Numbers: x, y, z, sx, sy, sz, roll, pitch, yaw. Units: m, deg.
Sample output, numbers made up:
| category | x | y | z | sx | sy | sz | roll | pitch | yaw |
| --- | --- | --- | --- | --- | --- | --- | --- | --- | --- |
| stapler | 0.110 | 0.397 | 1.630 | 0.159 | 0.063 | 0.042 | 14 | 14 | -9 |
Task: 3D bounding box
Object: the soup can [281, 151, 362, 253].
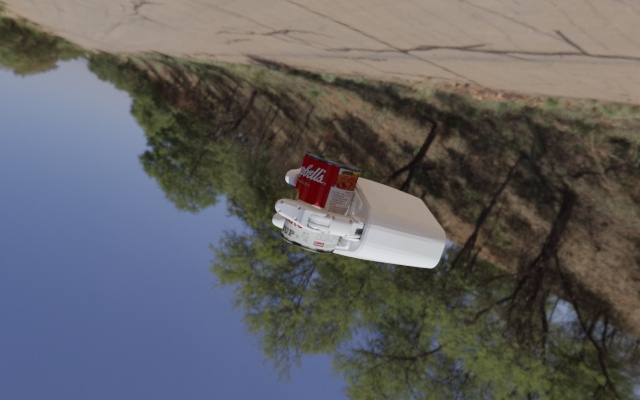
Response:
| category | x | y | z | sx | sy | sz | roll | pitch | yaw |
| --- | --- | --- | --- | --- | --- | --- | --- | --- | --- |
| soup can | 0.000 | 0.002 | 0.552 | 0.068 | 0.102 | 0.068 | 17 | 8 | -3 |
